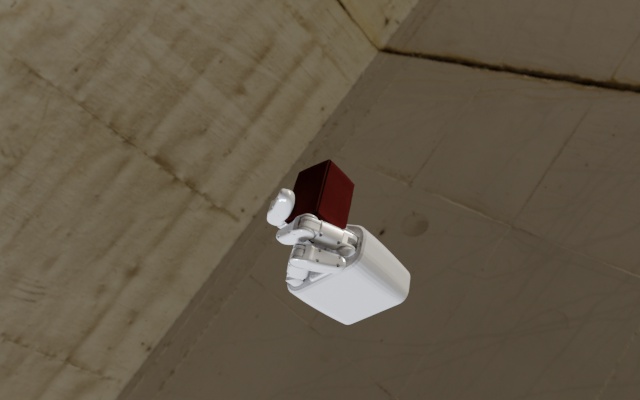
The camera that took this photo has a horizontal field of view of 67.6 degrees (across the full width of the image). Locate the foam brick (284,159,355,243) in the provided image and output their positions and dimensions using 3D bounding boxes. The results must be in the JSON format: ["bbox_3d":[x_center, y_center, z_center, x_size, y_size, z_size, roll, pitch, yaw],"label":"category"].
[{"bbox_3d":[0.000,0.002,0.568,0.053,0.078,0.051,-18,-45,39],"label":"foam brick"}]
